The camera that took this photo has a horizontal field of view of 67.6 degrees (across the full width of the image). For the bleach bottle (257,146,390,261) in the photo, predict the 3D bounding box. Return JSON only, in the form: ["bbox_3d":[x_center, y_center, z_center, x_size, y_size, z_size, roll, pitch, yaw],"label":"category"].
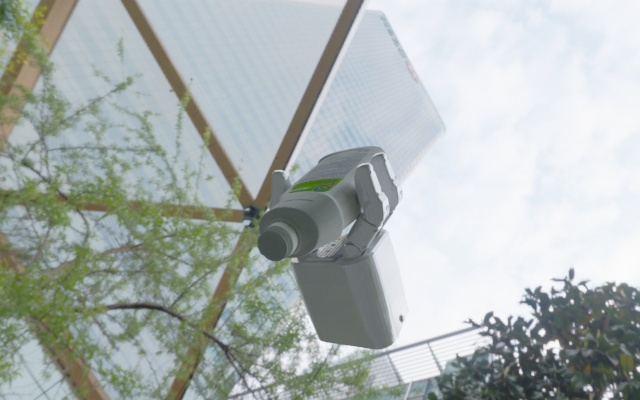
[{"bbox_3d":[0.000,0.002,0.513,0.102,0.068,0.250,-11,13,27],"label":"bleach bottle"}]
